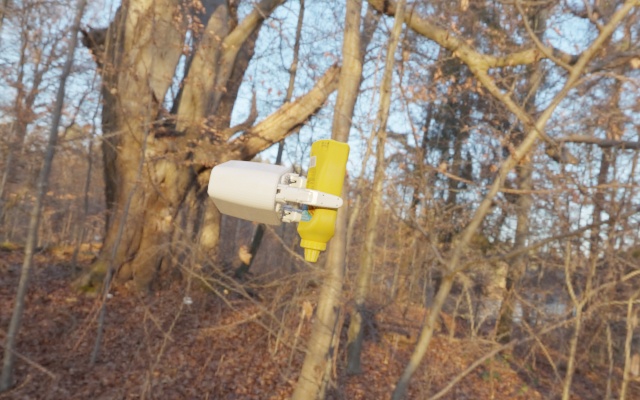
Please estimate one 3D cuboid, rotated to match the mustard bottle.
[{"bbox_3d":[0.001,0.002,0.765,0.058,0.191,0.096,12,-4,-18],"label":"mustard bottle"}]
